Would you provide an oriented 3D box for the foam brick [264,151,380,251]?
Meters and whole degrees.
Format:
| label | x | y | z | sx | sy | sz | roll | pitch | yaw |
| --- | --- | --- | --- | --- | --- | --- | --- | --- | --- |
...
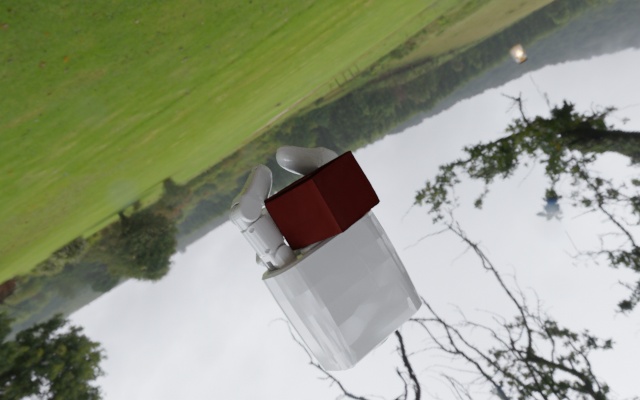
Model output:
| label | x | y | z | sx | sy | sz | roll | pitch | yaw |
| --- | --- | --- | --- | --- | --- | --- | --- | --- | --- |
| foam brick | 0.000 | 0.001 | 0.402 | 0.053 | 0.051 | 0.078 | -35 | 6 | -38 |
